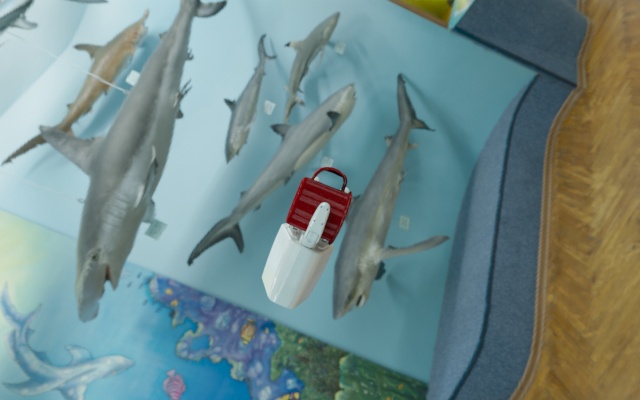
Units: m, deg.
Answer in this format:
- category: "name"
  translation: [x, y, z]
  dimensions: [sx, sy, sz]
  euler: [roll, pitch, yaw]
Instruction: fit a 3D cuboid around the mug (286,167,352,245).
- category: "mug"
  translation: [0.000, 0.001, 0.761]
  dimensions: [0.081, 0.117, 0.093]
  euler: [22, 8, -5]
